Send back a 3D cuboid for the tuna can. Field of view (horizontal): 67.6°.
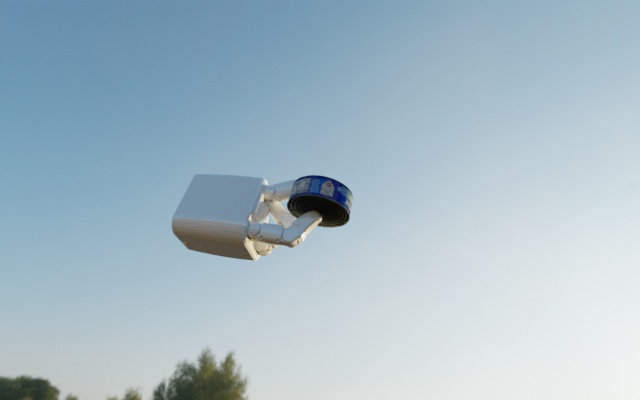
[{"bbox_3d":[0.000,0.002,0.641,0.086,0.033,0.086,11,-28,6],"label":"tuna can"}]
